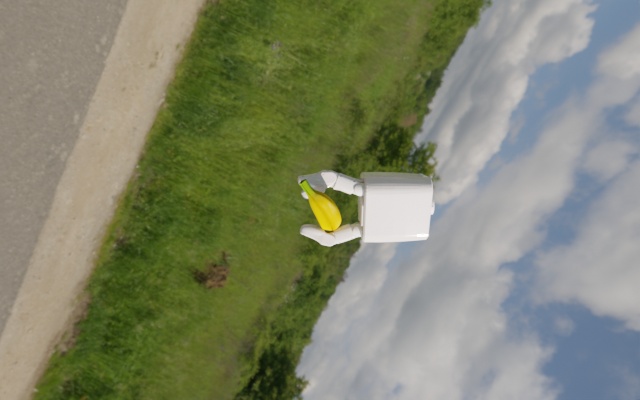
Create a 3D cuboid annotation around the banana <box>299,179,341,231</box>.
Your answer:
[{"bbox_3d":[0.008,0.018,0.773,0.037,0.069,0.198,-27,-16,-2],"label":"banana"}]
